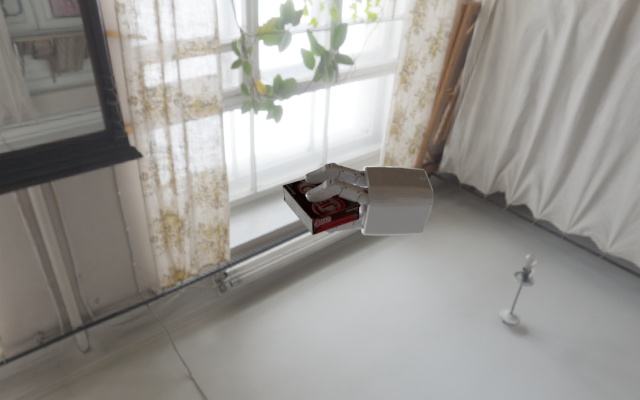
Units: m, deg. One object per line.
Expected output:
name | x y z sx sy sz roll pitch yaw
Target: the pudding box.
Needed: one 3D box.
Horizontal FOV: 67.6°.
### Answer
pudding box | 0.000 0.003 0.800 0.090 0.039 0.113 -17 37 -24
